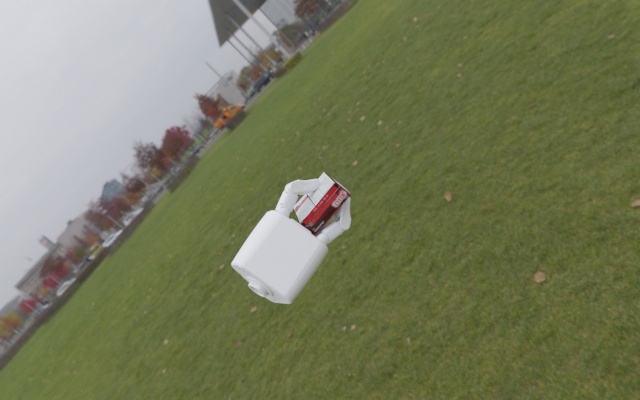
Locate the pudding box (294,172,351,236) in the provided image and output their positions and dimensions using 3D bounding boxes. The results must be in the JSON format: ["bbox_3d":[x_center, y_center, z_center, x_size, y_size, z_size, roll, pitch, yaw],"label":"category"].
[{"bbox_3d":[0.000,0.003,0.804,0.039,0.090,0.113,40,4,-16],"label":"pudding box"}]
